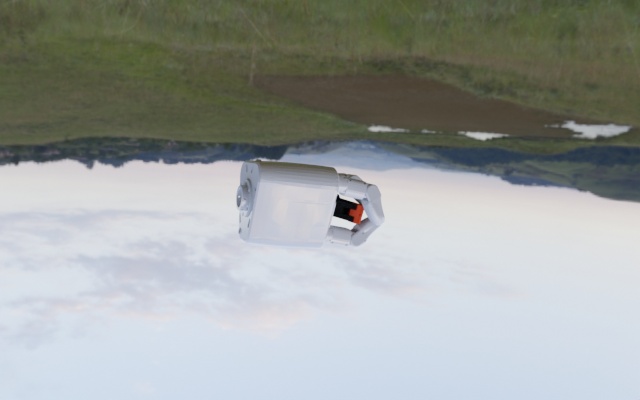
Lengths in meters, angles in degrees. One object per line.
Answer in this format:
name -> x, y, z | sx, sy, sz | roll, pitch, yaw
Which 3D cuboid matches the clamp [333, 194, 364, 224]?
clamp -> 0.000, 0.003, 0.719 | 0.120, 0.039, 0.171 | 6, 4, -24
